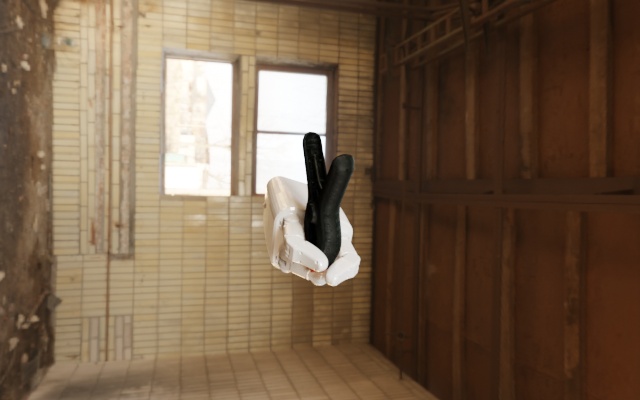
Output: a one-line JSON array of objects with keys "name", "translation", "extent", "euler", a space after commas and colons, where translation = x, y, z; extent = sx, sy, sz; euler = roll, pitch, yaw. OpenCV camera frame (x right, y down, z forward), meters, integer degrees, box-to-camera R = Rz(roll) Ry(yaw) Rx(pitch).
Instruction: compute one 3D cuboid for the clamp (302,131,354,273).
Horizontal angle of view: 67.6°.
[{"name": "clamp", "translation": [0.001, 0.002, 0.579], "extent": [0.039, 0.171, 0.120], "euler": [0, 29, -16]}]
